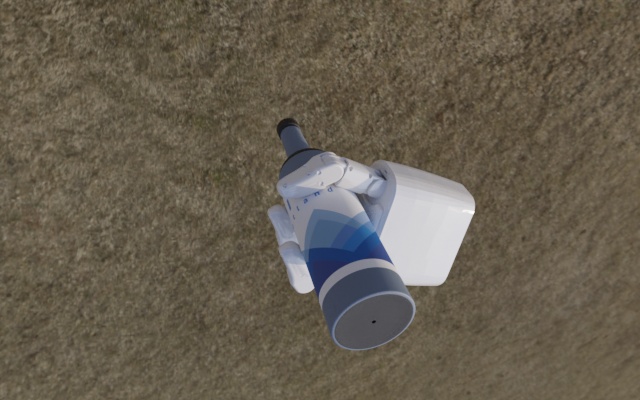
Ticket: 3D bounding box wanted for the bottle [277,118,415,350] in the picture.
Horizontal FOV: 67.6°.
[{"bbox_3d":[0.000,0.002,0.462,0.069,0.069,0.295,0,37,-20],"label":"bottle"}]
